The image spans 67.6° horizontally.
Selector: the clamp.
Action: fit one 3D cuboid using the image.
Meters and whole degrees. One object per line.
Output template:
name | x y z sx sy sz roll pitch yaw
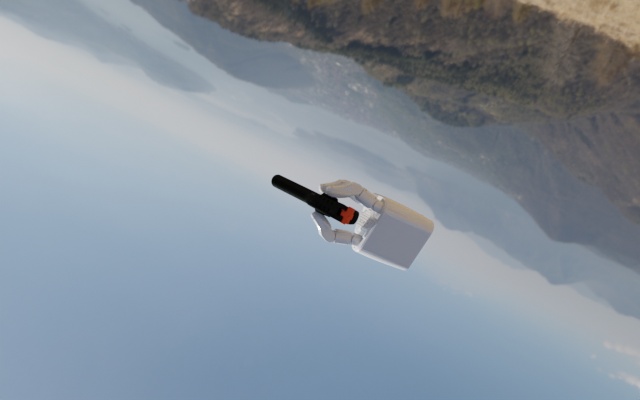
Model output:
clamp | 0.000 0.004 0.827 0.164 0.036 0.210 24 2 -15
